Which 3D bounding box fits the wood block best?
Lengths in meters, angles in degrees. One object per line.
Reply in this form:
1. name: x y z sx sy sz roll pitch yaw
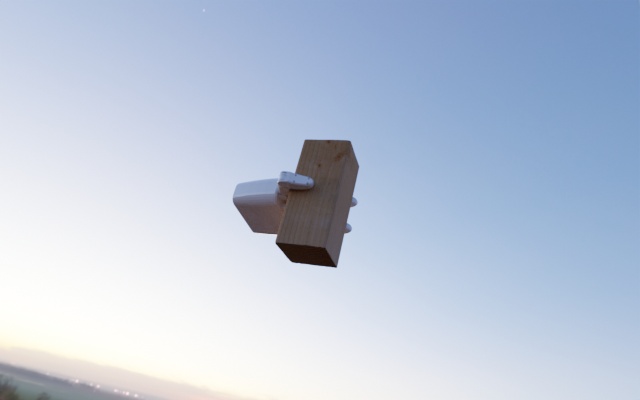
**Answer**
1. wood block: 0.000 0.002 0.839 0.090 0.206 0.091 4 -27 20
